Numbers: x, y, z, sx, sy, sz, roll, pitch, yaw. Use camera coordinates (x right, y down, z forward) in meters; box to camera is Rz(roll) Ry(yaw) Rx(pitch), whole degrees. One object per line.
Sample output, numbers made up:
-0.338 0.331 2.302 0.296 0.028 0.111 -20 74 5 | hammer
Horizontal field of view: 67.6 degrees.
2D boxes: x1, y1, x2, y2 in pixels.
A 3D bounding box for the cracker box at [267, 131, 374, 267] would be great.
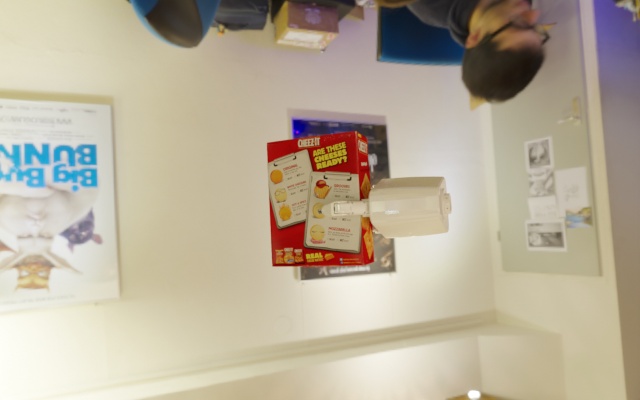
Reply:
0.000 0.003 0.804 0.164 0.213 0.072 -4 -4 21 | cracker box
